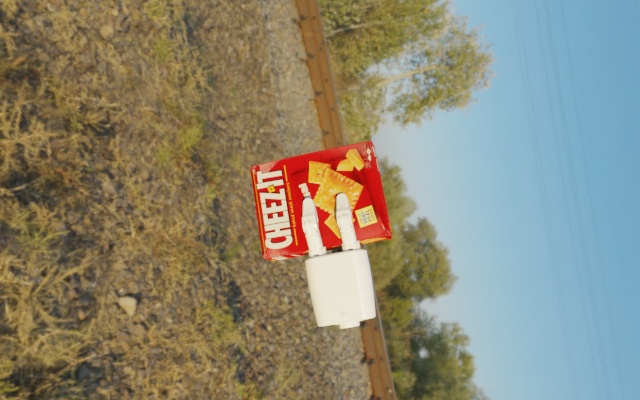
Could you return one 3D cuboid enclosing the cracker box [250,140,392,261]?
[{"bbox_3d":[0.000,0.003,0.804,0.214,0.164,0.072,-11,-12,8],"label":"cracker box"}]
